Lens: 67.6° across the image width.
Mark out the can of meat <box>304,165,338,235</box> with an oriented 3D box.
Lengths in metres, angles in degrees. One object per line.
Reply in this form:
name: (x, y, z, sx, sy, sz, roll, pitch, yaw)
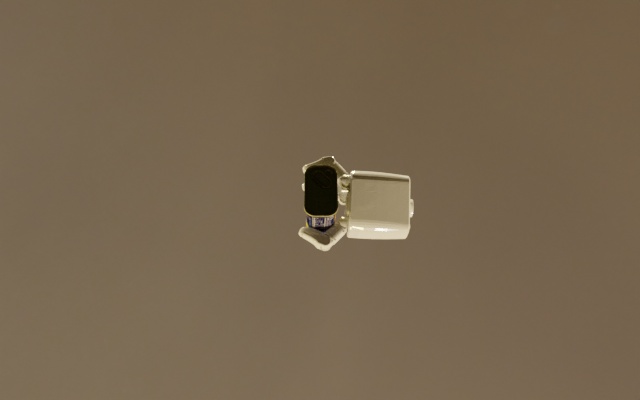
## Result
can of meat: (0.000, 0.003, 0.843, 0.057, 0.102, 0.084, 0, -30, -1)
